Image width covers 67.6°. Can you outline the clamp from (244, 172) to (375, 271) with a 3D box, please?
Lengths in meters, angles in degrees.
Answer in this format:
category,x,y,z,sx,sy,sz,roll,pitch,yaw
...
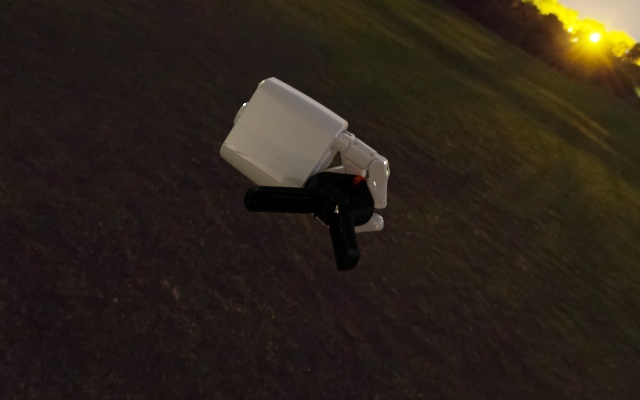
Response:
category,x,y,z,sx,sy,sz,roll,pitch,yaw
clamp,0.000,0.001,0.489,0.120,0.039,0.171,34,24,3
